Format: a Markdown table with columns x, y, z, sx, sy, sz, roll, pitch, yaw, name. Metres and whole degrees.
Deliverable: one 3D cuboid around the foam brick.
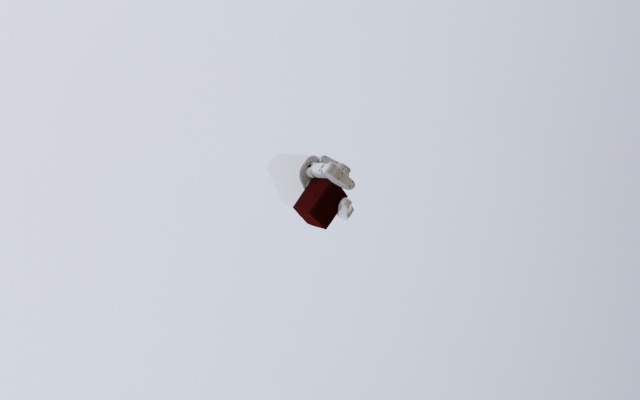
| x | y | z | sx | sy | sz | roll | pitch | yaw | name |
| --- | --- | --- | --- | --- | --- | --- | --- | --- | --- |
| 0.000 | 0.003 | 0.839 | 0.051 | 0.078 | 0.053 | 13 | -28 | 46 | foam brick |
